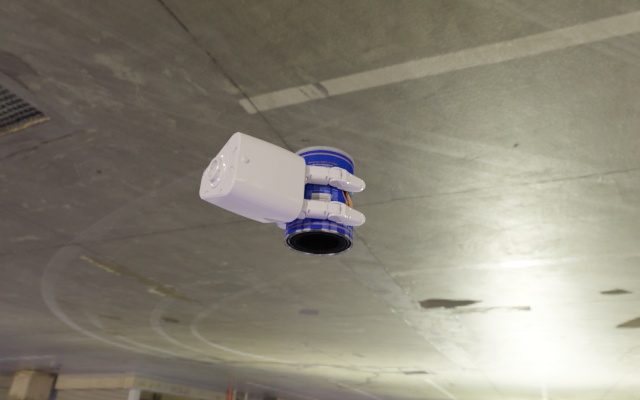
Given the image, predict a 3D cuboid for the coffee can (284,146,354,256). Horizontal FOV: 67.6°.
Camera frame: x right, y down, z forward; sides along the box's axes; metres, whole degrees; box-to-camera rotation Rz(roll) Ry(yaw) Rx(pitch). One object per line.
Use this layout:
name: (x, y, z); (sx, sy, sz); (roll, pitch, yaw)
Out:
coffee can: (0.000, 0.002, 0.734); (0.103, 0.140, 0.103); (2, -27, 1)
